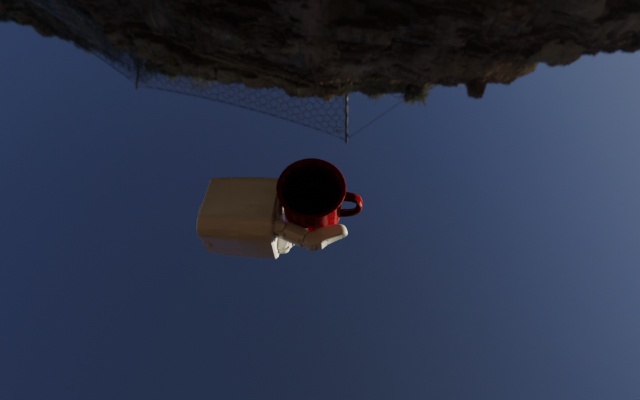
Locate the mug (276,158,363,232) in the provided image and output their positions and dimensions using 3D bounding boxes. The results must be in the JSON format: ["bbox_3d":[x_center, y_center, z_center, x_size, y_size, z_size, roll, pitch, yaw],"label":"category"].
[{"bbox_3d":[0.002,0.002,0.668,0.117,0.093,0.081,4,-28,3],"label":"mug"}]
